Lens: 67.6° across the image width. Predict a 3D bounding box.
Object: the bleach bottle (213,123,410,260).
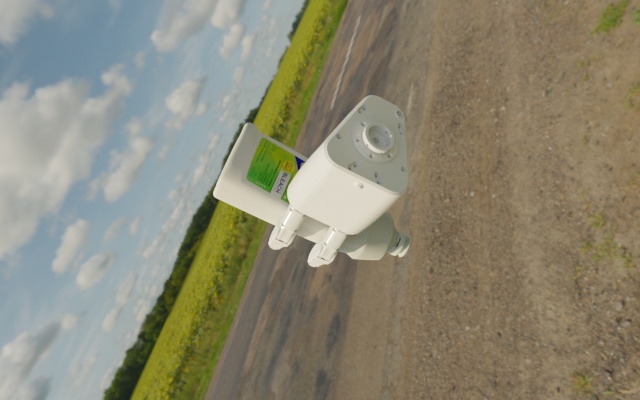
[{"bbox_3d":[0.000,0.002,0.604,0.251,0.102,0.068,25,-31,-10],"label":"bleach bottle"}]
